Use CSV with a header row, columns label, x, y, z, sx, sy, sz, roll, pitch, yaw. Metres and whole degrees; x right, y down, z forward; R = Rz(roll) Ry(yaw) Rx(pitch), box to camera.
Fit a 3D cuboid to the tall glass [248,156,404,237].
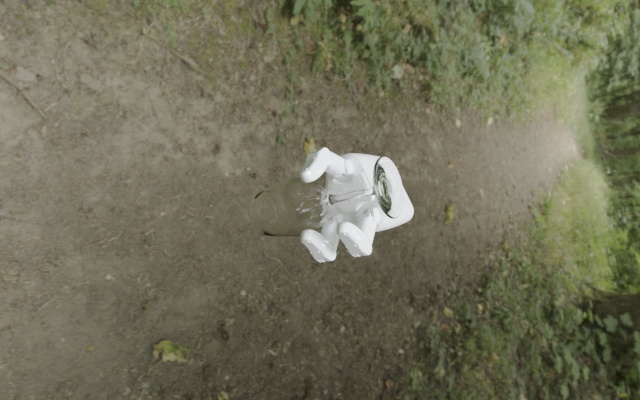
label,x,y,z,sx,sy,sz,roll,pitch,yaw
tall glass,0.001,0.002,0.613,0.201,0.079,0.079,-12,-7,33
